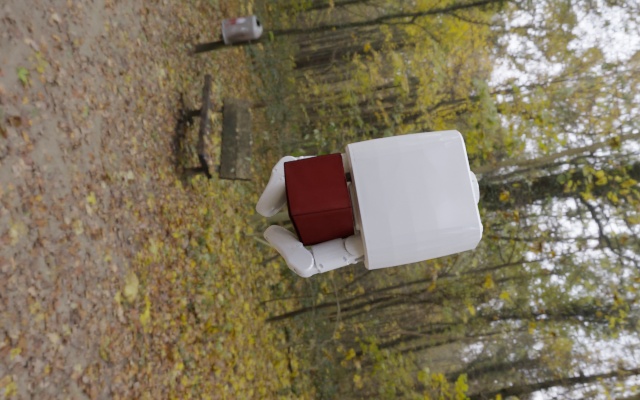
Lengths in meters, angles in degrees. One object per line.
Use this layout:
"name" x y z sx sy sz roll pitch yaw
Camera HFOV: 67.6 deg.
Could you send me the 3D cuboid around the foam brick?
"foam brick" 0.000 0.001 0.422 0.051 0.053 0.078 -9 -24 2
